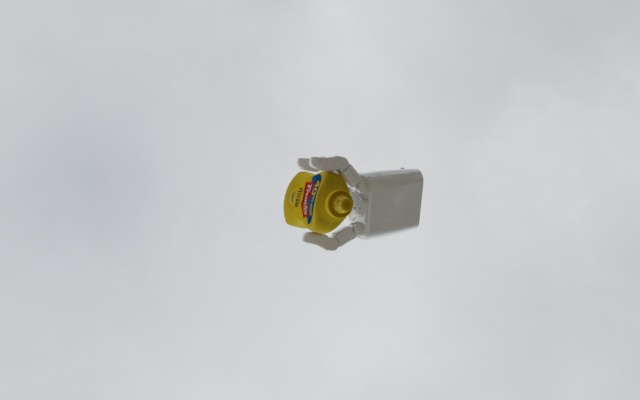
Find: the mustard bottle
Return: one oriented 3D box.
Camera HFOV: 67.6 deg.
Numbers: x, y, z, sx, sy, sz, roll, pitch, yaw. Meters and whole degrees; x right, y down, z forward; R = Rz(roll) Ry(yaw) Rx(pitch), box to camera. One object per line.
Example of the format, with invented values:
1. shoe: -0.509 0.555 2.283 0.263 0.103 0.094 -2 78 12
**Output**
1. mustard bottle: 0.000 0.002 0.749 0.058 0.096 0.191 17 -4 -23
